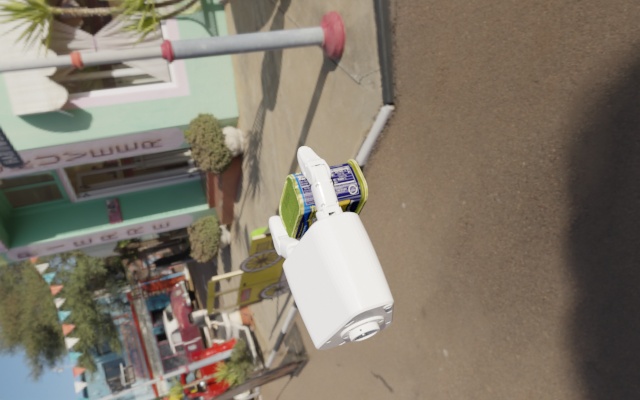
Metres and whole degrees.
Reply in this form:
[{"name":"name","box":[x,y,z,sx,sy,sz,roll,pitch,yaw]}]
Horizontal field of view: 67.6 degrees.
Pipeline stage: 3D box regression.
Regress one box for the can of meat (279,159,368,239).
[{"name":"can of meat","box":[0.000,0.002,0.581,0.084,0.057,0.102,-13,-27,-19]}]
